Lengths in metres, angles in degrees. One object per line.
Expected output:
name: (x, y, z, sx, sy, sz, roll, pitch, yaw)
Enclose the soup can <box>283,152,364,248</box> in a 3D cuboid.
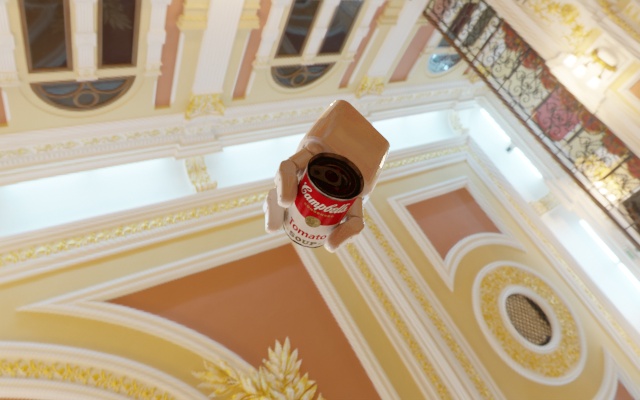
soup can: (0.000, 0.002, 0.562, 0.068, 0.068, 0.102, 0, -36, -25)
